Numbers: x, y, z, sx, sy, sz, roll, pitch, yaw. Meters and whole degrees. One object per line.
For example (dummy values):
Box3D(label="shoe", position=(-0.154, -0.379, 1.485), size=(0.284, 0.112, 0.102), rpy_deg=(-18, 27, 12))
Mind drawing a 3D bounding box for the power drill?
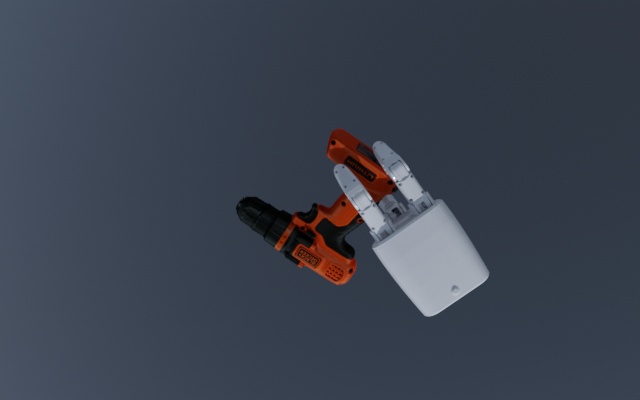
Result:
Box3D(label="power drill", position=(0.001, 0.002, 0.627), size=(0.184, 0.188, 0.057), rpy_deg=(32, 27, -4))
